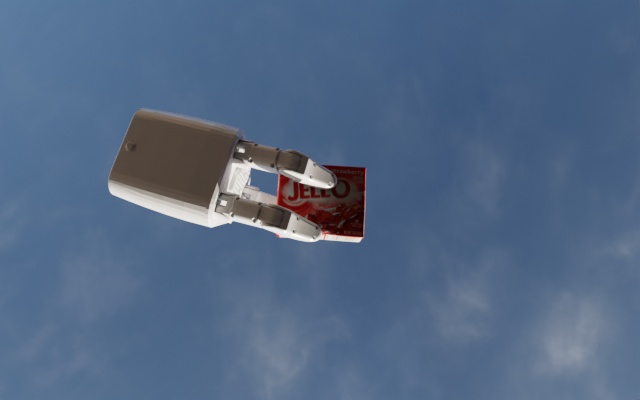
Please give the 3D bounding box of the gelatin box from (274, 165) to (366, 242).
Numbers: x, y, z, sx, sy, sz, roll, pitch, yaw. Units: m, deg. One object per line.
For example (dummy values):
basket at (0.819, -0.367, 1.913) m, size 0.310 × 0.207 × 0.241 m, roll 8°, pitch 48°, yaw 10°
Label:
gelatin box at (0.000, 0.002, 0.483) m, size 0.089 × 0.073 × 0.030 m, roll 4°, pitch -14°, yaw -3°
